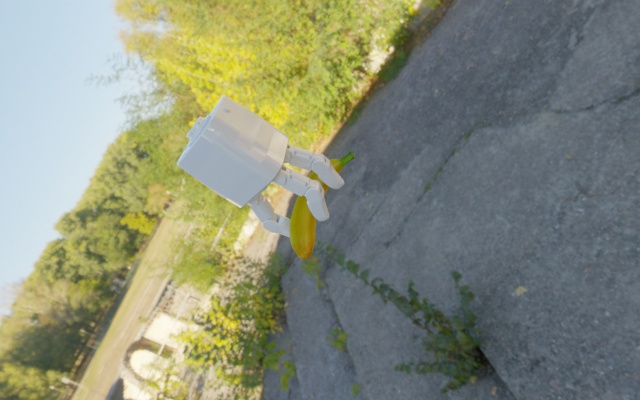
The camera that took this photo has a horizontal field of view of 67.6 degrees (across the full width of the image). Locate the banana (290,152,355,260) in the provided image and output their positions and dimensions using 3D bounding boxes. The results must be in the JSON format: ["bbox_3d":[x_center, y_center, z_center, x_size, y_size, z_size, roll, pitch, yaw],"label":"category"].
[{"bbox_3d":[-0.010,0.005,0.700,0.037,0.197,0.069,38,-35,-23],"label":"banana"}]
